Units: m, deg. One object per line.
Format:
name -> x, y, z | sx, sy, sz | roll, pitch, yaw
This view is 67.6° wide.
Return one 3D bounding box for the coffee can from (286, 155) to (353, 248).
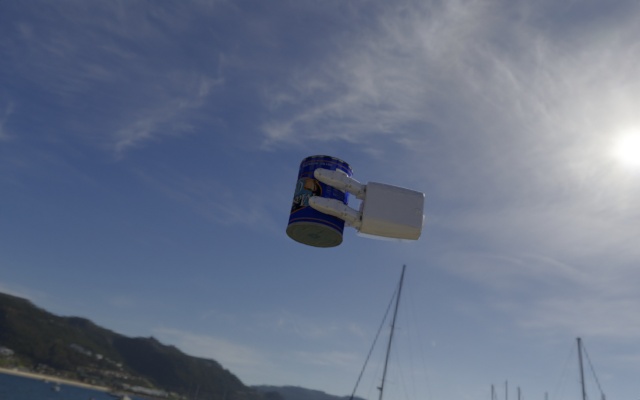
coffee can -> 0.000, 0.003, 0.876 | 0.103, 0.140, 0.103 | 9, -25, 4
